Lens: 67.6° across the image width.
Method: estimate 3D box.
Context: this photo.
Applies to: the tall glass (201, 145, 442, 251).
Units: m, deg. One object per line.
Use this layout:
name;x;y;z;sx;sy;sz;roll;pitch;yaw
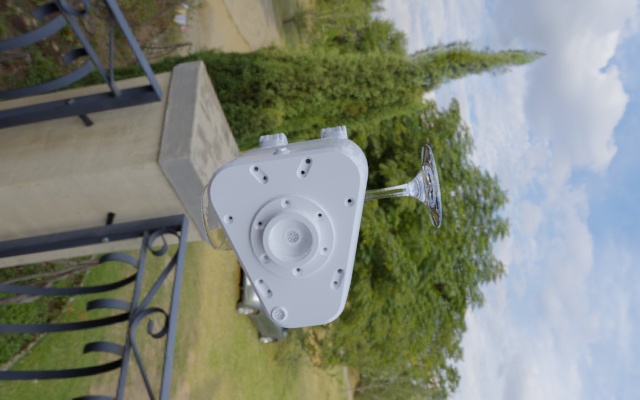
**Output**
tall glass;0.001;0.001;0.428;0.201;0.079;0.079;-8;-1;5
